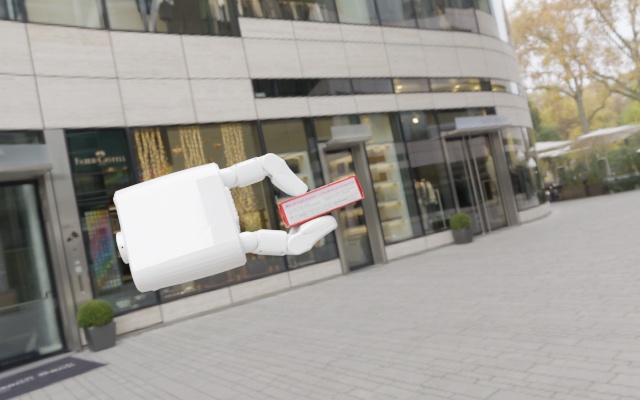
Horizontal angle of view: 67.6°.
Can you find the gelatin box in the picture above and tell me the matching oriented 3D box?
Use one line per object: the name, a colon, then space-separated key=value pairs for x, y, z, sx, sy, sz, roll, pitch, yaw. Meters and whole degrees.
gelatin box: x=0.000 y=0.001 z=0.529 sx=0.089 sy=0.030 sz=0.073 roll=-22 pitch=0 yaw=-1
